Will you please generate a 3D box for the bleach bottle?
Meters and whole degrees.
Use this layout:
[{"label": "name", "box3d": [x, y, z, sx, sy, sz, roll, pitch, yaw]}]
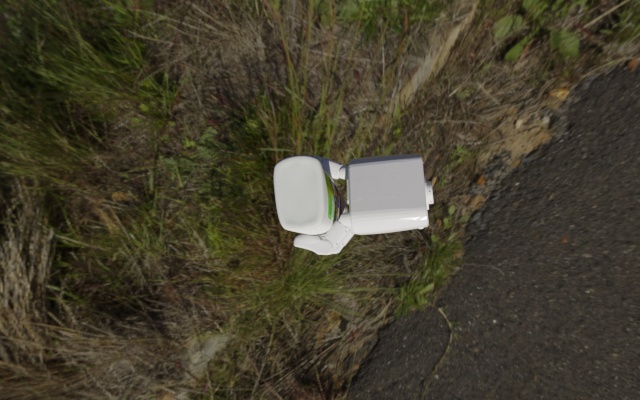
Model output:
[{"label": "bleach bottle", "box3d": [0.000, 0.002, 0.732, 0.068, 0.102, 0.251, -7, -6, 12]}]
